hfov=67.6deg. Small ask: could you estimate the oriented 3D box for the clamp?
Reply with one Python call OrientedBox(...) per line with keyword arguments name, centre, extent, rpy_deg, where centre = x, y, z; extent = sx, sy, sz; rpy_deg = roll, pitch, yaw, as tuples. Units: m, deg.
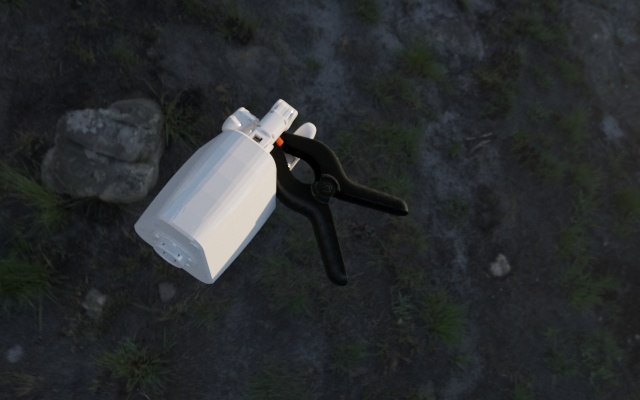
OrientedBox(name="clamp", centre=(0.000, 0.001, 0.493), extent=(0.171, 0.120, 0.039), rpy_deg=(37, -28, -4))
